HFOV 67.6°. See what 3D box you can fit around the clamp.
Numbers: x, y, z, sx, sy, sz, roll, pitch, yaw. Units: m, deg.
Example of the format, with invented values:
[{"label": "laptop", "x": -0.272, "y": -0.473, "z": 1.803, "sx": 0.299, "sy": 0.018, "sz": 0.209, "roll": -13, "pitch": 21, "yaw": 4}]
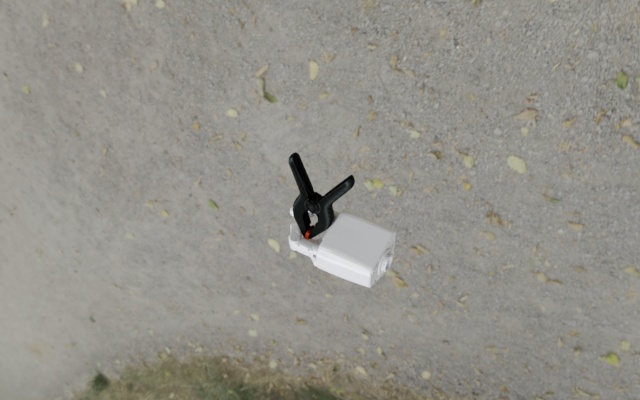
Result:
[{"label": "clamp", "x": 0.000, "y": 0.003, "z": 0.840, "sx": 0.120, "sy": 0.172, "sz": 0.039, "roll": 20, "pitch": 42, "yaw": 24}]
